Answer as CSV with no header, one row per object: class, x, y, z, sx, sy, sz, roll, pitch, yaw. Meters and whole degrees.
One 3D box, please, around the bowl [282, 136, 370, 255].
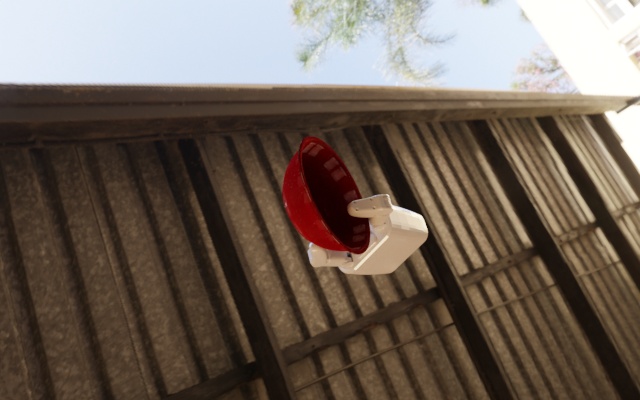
bowl,-0.001,0.002,0.607,0.055,0.162,0.162,-26,-11,23
